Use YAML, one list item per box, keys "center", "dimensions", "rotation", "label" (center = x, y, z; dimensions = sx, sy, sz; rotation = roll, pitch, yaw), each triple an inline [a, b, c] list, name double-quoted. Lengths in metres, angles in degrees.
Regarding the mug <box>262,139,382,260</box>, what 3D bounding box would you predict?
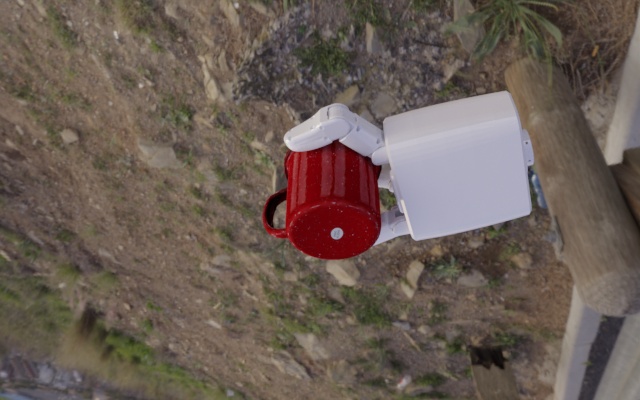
- center: [-0.001, 0.002, 0.429]
  dimensions: [0.117, 0.081, 0.093]
  rotation: [-15, -45, 16]
  label: "mug"
